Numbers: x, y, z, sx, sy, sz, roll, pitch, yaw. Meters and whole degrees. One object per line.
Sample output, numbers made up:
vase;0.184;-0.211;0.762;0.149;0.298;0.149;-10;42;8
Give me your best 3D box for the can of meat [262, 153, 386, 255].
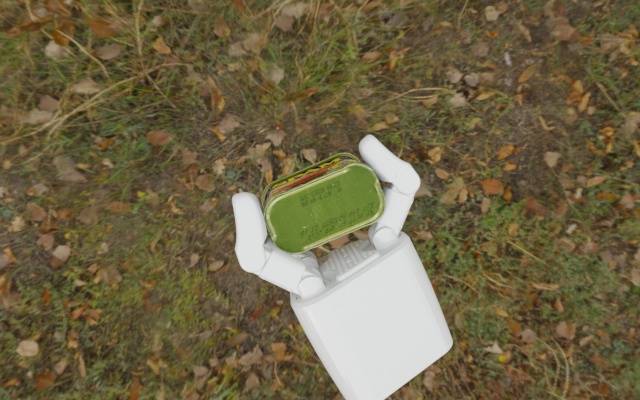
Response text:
can of meat;0.000;0.001;0.413;0.102;0.057;0.084;-23;10;-1
